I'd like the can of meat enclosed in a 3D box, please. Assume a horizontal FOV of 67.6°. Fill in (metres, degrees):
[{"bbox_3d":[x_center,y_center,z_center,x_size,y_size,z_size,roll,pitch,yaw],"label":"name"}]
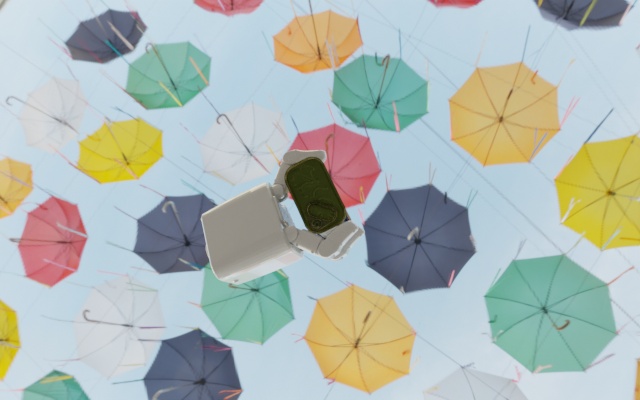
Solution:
[{"bbox_3d":[0.000,0.002,0.656,0.057,0.102,0.084,-27,-18,4],"label":"can of meat"}]
